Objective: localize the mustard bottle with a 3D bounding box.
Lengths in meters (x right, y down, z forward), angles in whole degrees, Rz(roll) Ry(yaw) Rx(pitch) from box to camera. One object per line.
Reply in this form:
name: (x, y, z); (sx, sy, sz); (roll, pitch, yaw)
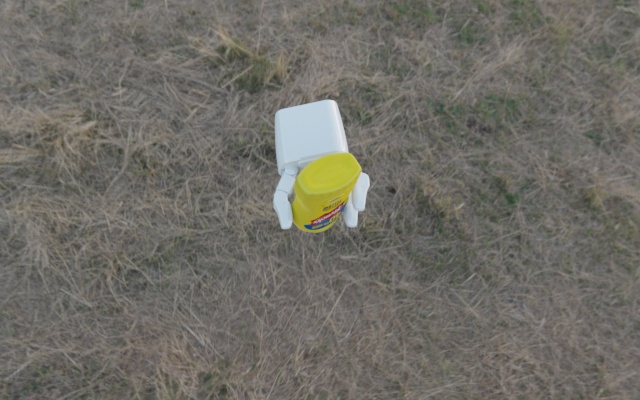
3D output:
mustard bottle: (0.000, 0.003, 0.744); (0.096, 0.058, 0.192); (-27, -19, -20)
